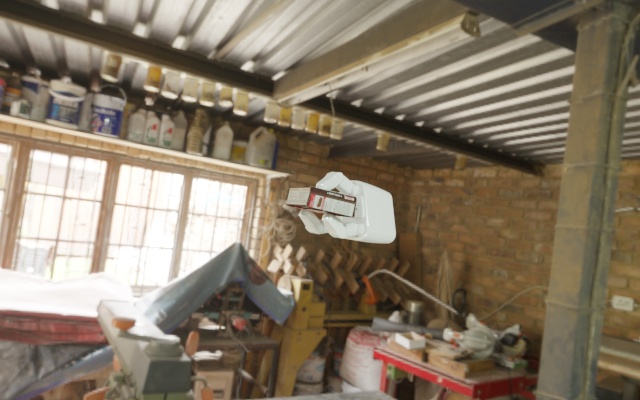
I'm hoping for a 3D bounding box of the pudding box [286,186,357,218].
[{"bbox_3d":[0.000,0.003,0.831,0.090,0.039,0.113,12,-6,-21],"label":"pudding box"}]
